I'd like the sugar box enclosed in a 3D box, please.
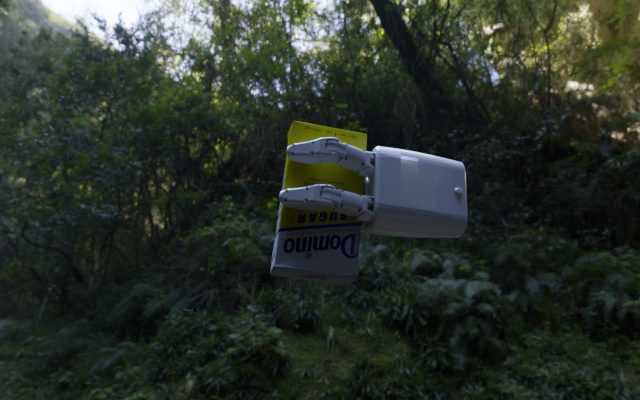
[{"bbox_3d":[0.000,0.002,0.544,0.093,0.176,0.048,8,-23,-9],"label":"sugar box"}]
